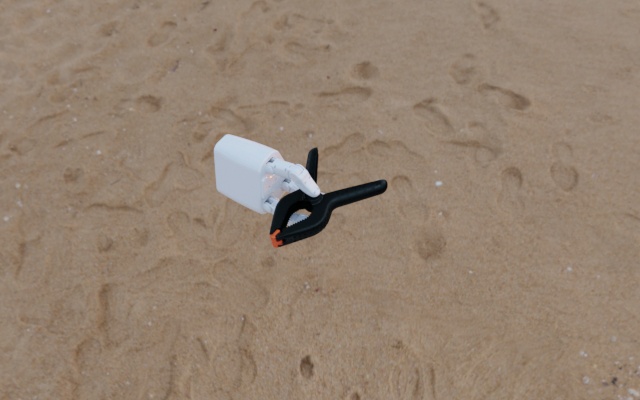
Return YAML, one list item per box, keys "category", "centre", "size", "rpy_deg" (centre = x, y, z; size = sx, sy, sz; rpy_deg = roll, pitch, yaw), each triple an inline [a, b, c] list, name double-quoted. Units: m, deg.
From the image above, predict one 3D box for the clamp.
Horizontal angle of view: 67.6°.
- category: "clamp"
  centre: [0.000, 0.002, 0.786]
  size: [0.164, 0.210, 0.036]
  rpy_deg: [21, -35, 27]
